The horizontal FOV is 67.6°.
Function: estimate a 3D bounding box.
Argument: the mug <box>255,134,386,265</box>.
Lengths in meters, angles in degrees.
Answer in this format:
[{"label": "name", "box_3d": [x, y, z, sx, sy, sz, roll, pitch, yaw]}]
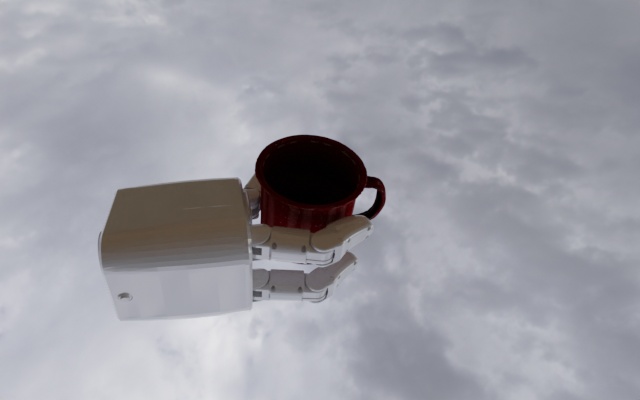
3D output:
[{"label": "mug", "box_3d": [0.001, 0.001, 0.424, 0.117, 0.093, 0.082, -3, -44, -12]}]
